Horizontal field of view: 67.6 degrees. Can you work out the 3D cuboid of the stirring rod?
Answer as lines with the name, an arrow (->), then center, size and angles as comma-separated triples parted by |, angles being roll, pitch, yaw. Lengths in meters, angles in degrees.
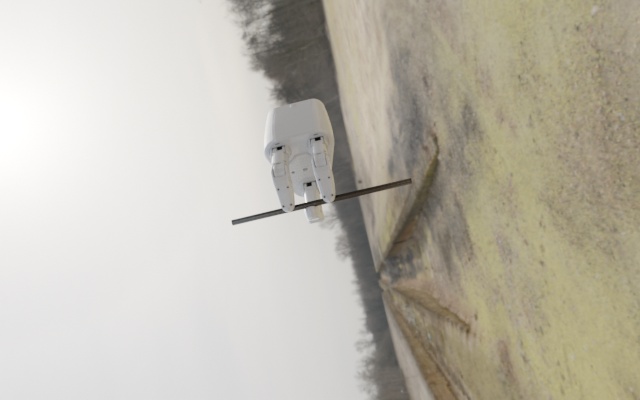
stirring rod -> 0.000, 0.002, 0.623 | 0.239, 0.011, 0.011 | -13, -1, 4
